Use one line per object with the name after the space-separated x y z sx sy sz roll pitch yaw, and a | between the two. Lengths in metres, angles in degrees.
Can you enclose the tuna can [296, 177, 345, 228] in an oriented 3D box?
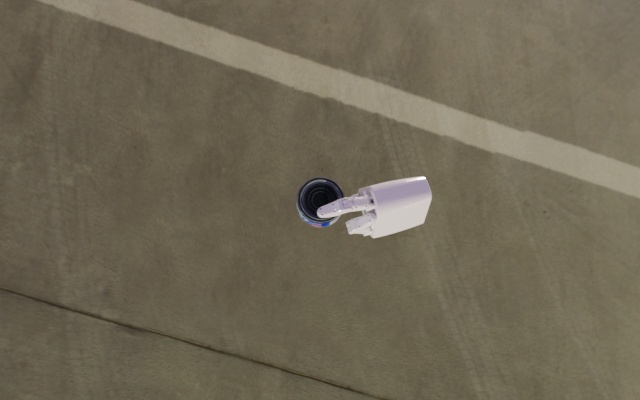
0.000 0.003 0.846 0.086 0.086 0.034 0 -15 -3 | tuna can
